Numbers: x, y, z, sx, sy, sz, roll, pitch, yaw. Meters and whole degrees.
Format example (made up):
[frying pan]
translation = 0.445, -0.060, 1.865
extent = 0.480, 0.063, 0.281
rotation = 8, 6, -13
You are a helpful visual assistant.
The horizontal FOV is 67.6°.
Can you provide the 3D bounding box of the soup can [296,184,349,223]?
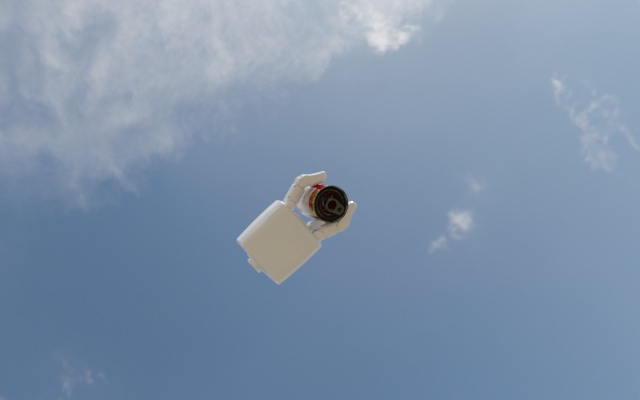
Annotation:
[soup can]
translation = 0.000, 0.002, 0.892
extent = 0.068, 0.068, 0.102
rotation = 0, 5, -23
